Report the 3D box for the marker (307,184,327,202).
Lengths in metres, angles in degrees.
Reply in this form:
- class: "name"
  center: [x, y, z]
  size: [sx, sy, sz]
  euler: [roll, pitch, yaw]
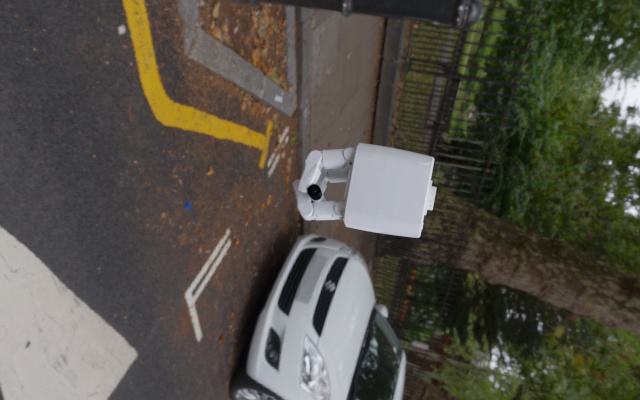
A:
- class: "marker"
  center: [0.000, 0.002, 0.695]
  size: [0.020, 0.020, 0.121]
  euler: [0, -17, 10]
